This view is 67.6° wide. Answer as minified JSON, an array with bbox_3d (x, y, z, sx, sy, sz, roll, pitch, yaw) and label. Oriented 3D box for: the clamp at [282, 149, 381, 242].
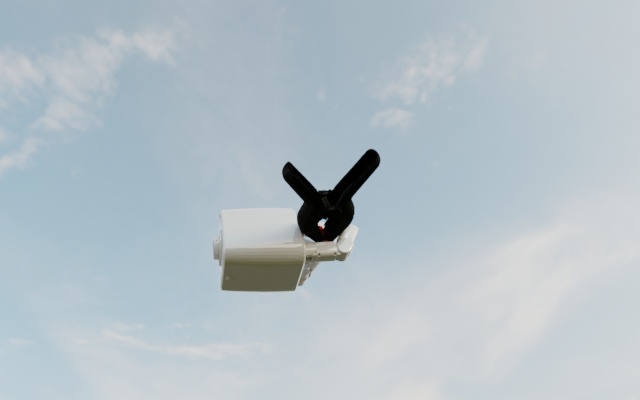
[{"bbox_3d":[0.000,0.002,0.615,0.120,0.039,0.172,0,-44,-16],"label":"clamp"}]
